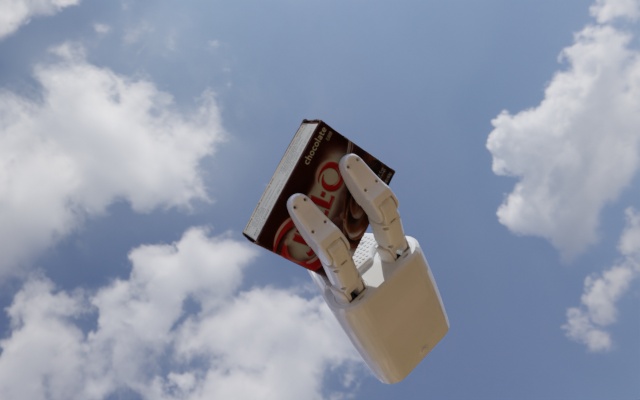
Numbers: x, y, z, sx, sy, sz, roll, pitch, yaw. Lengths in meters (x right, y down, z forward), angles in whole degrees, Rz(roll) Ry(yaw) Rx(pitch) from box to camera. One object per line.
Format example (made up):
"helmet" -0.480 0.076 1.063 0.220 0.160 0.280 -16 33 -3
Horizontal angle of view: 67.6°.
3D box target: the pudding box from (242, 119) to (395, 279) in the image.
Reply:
"pudding box" 0.000 0.001 0.406 0.090 0.113 0.039 30 -7 -32
